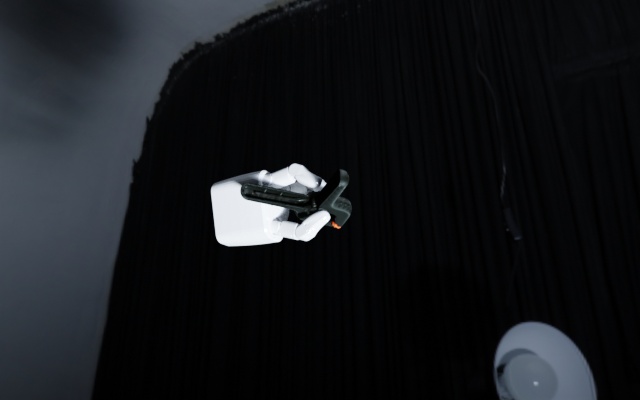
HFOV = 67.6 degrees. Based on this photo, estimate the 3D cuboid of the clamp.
[{"bbox_3d":[0.000,0.003,0.745,0.164,0.036,0.210,-9,-21,27],"label":"clamp"}]
